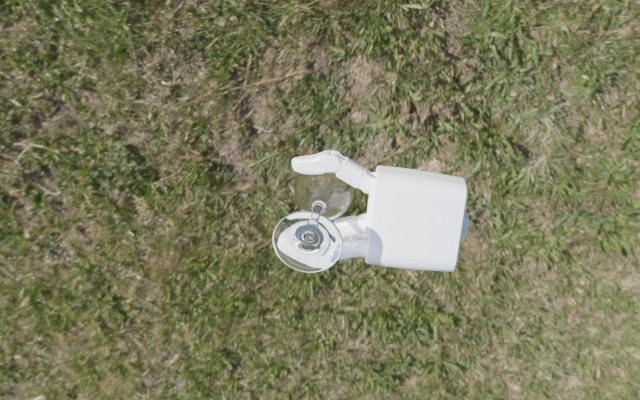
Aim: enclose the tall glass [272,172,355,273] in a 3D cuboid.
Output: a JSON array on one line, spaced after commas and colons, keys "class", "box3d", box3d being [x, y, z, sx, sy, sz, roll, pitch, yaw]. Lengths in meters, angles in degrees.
[{"class": "tall glass", "box3d": [0.000, 0.002, 0.583, 0.079, 0.079, 0.201, 0, 25, 8]}]
